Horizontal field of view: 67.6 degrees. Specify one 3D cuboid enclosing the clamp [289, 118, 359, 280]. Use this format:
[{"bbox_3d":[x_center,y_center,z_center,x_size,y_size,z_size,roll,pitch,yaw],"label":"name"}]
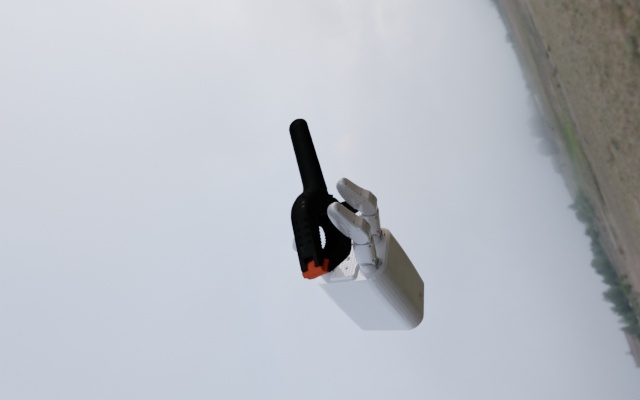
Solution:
[{"bbox_3d":[-0.001,0.003,0.580,0.036,0.165,0.209,-28,26,30],"label":"clamp"}]
